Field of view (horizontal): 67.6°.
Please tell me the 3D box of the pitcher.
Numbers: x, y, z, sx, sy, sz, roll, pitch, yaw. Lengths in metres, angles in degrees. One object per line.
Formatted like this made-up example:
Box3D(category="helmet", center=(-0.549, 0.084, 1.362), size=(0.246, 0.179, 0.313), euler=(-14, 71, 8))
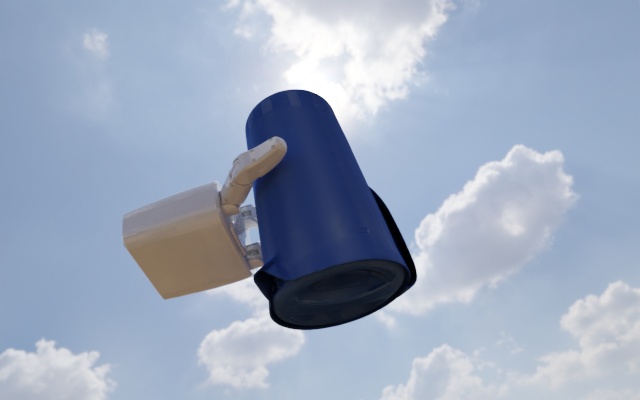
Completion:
Box3D(category="pitcher", center=(0.000, 0.002, 0.505), size=(0.145, 0.242, 0.149), euler=(-19, -35, 4))
